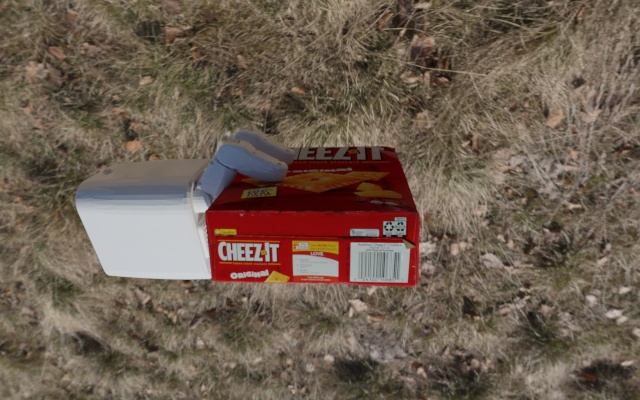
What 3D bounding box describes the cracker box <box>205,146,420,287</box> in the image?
[{"bbox_3d":[0.000,0.002,0.460,0.164,0.072,0.213,0,20,4],"label":"cracker box"}]
